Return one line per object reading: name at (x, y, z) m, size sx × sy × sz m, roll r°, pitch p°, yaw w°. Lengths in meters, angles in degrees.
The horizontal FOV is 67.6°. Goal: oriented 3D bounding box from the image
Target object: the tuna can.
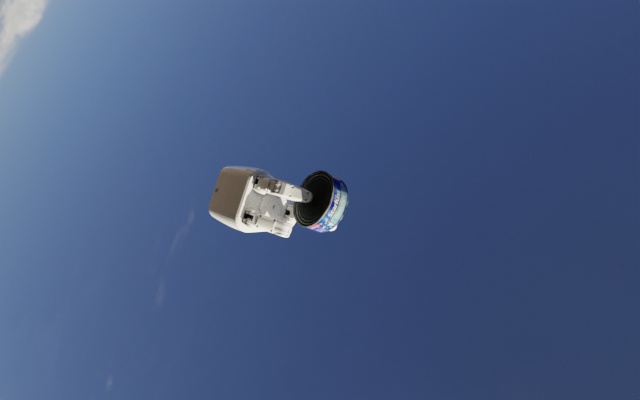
tuna can at (0.001, 0.002, 0.691) m, size 0.034 × 0.086 × 0.086 m, roll 24°, pitch -15°, yaw -36°
